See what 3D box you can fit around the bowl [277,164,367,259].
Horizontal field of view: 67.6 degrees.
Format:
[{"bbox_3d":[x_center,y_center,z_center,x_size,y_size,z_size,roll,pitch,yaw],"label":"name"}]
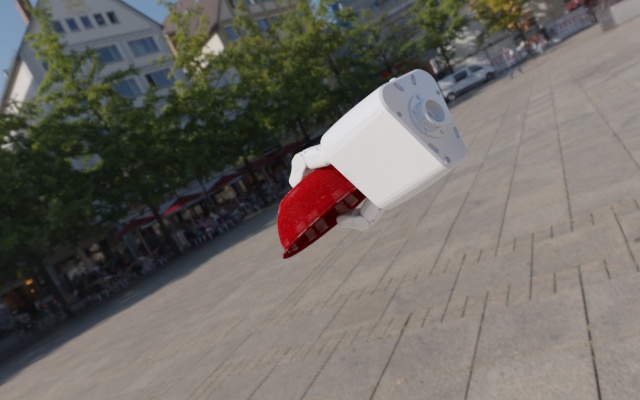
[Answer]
[{"bbox_3d":[-0.001,0.002,0.600,0.162,0.055,0.162,-39,-10,-8],"label":"bowl"}]
